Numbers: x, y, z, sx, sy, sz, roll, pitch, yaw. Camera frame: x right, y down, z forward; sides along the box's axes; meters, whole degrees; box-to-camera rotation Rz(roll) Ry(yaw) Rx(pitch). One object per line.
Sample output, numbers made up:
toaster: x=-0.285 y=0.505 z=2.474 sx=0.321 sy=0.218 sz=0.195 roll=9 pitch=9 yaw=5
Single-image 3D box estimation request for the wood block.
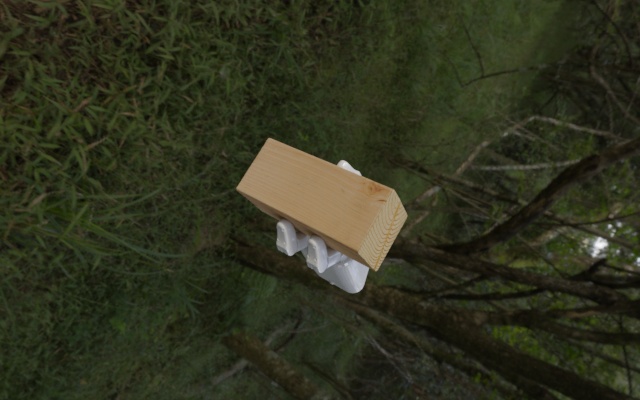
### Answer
wood block: x=0.001 y=0.002 z=0.651 sx=0.206 sy=0.091 sz=0.090 roll=25 pitch=-12 yaw=30
